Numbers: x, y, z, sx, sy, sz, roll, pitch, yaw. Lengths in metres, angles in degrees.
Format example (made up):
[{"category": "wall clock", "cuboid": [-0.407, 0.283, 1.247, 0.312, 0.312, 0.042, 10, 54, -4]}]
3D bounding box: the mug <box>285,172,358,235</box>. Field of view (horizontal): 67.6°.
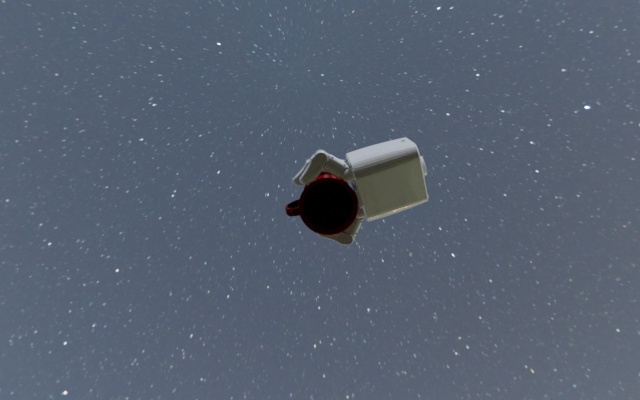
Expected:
[{"category": "mug", "cuboid": [-0.001, 0.003, 0.778, 0.117, 0.093, 0.081, -16, 15, 4]}]
